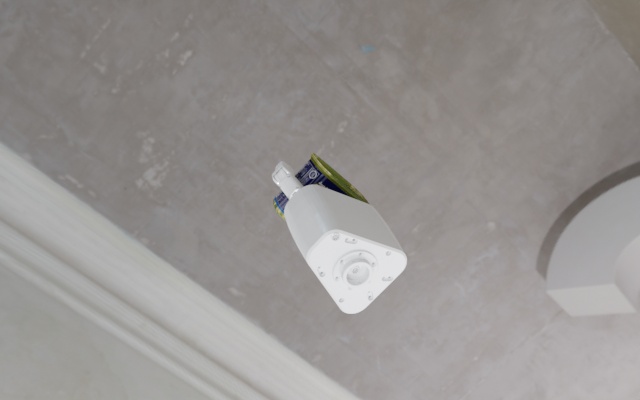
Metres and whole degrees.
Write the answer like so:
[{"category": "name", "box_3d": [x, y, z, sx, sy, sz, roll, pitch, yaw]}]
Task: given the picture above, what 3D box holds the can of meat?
[{"category": "can of meat", "box_3d": [0.000, 0.002, 0.629, 0.102, 0.084, 0.057, 38, 11, -32]}]
